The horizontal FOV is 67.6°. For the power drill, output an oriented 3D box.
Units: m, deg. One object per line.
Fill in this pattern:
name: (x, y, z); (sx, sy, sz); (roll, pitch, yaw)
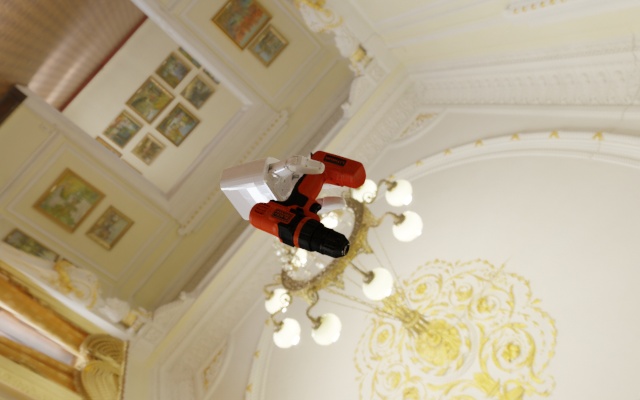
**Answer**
power drill: (0.000, 0.002, 0.795); (0.184, 0.057, 0.187); (20, 51, 27)
